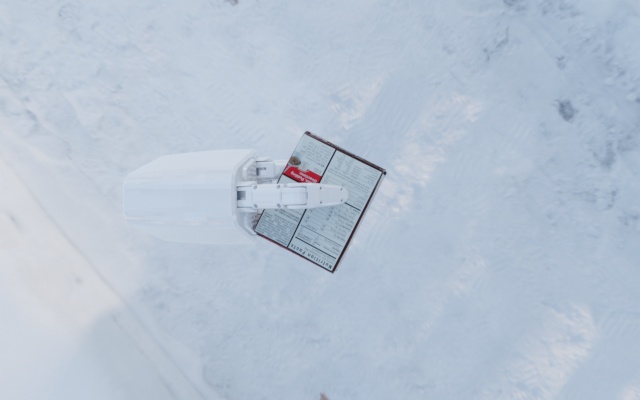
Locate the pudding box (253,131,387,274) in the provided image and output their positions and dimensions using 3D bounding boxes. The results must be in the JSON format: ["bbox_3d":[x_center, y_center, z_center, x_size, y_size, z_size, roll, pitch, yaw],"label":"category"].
[{"bbox_3d":[0.000,0.001,0.465,0.090,0.113,0.039,27,5,7],"label":"pudding box"}]
